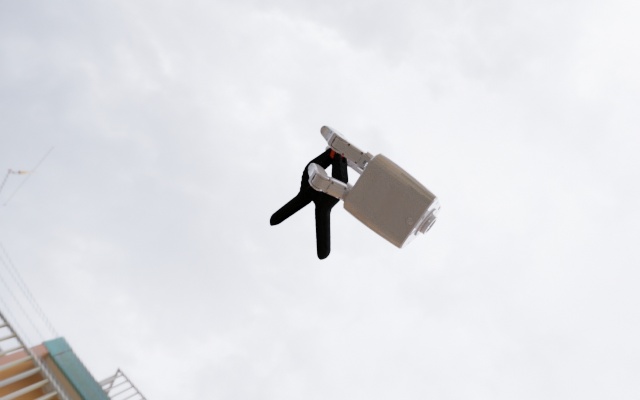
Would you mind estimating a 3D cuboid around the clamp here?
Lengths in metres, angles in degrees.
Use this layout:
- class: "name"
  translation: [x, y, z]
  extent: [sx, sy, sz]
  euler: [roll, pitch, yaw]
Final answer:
- class: "clamp"
  translation: [0.000, 0.002, 0.733]
  extent: [0.120, 0.171, 0.039]
  euler: [39, 19, 20]
